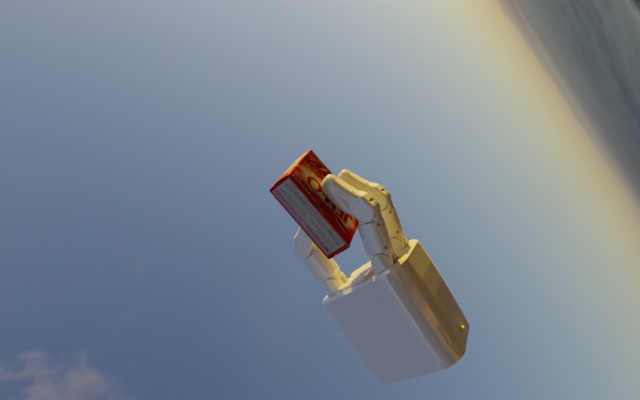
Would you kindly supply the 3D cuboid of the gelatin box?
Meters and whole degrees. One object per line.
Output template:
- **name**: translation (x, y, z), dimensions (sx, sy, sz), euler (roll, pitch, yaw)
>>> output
- **gelatin box**: translation (0.000, 0.001, 0.464), dimensions (0.030, 0.089, 0.073), euler (-36, 10, 28)
